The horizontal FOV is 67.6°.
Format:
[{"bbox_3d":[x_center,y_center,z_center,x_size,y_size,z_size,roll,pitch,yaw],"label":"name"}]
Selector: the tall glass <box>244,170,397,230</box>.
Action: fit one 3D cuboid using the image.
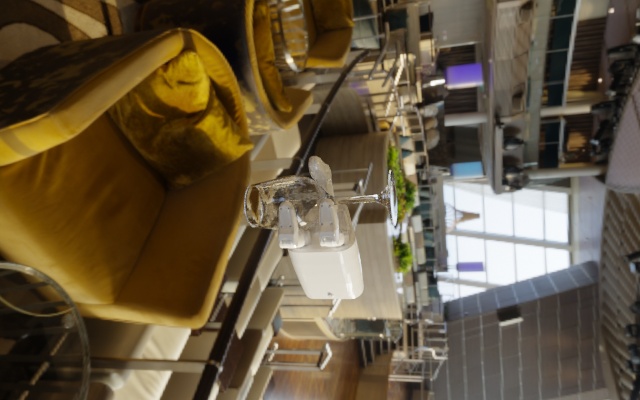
[{"bbox_3d":[0.001,0.002,0.654,0.201,0.079,0.079,-3,-1,15],"label":"tall glass"}]
